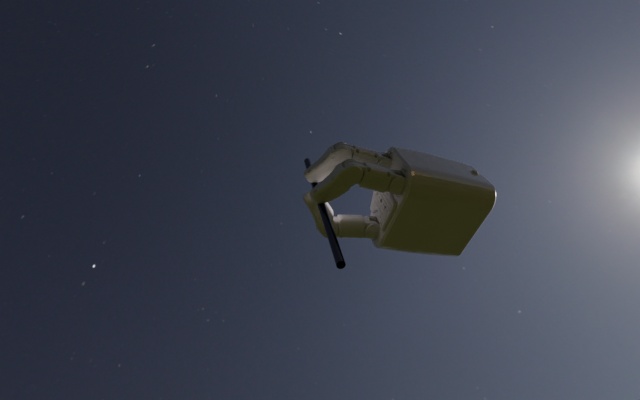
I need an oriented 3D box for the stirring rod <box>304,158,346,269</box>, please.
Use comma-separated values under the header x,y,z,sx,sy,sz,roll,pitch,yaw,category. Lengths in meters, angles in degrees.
x,y,z,sx,sy,sz,roll,pitch,yaw,category
0.000,0.002,0.503,0.011,0.011,0.239,0,26,-9,stirring rod
